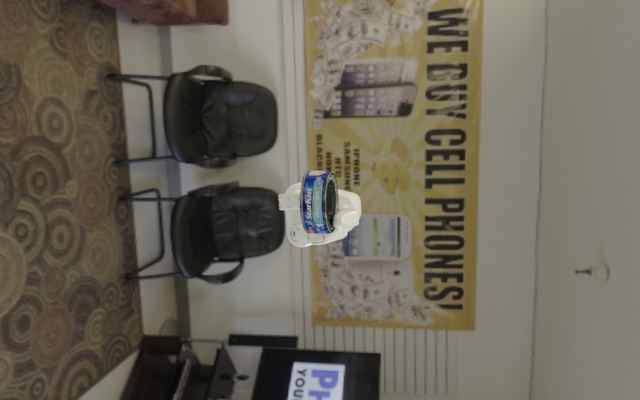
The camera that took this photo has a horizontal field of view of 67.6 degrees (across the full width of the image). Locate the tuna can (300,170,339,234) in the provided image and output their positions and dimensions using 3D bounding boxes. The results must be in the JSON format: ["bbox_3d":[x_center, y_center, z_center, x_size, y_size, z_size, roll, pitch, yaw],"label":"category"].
[{"bbox_3d":[0.001,0.002,0.639,0.034,0.086,0.086,0,0,14],"label":"tuna can"}]
